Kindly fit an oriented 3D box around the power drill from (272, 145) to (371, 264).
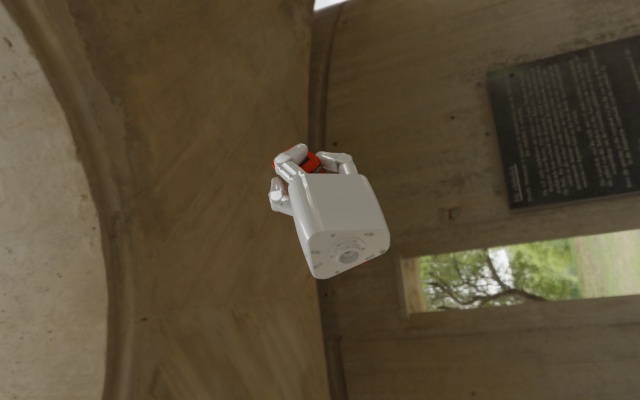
[{"bbox_3d":[0.000,0.002,0.764,0.057,0.188,0.184,-40,29,-8],"label":"power drill"}]
